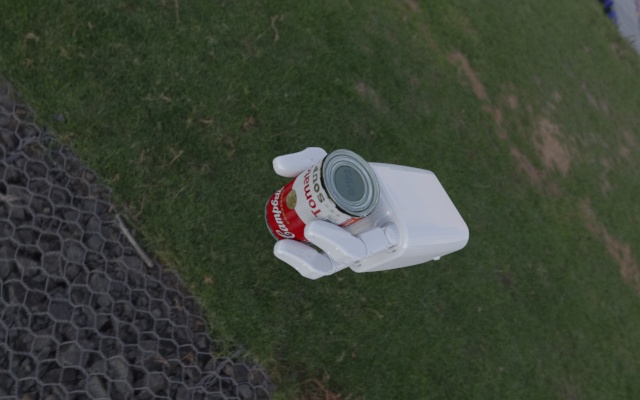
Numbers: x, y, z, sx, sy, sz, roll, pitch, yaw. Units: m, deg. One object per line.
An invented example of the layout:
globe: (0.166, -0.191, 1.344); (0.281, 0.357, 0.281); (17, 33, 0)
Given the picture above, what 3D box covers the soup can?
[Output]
soup can: (0.000, 0.001, 0.462); (0.068, 0.068, 0.102); (0, -21, -37)
